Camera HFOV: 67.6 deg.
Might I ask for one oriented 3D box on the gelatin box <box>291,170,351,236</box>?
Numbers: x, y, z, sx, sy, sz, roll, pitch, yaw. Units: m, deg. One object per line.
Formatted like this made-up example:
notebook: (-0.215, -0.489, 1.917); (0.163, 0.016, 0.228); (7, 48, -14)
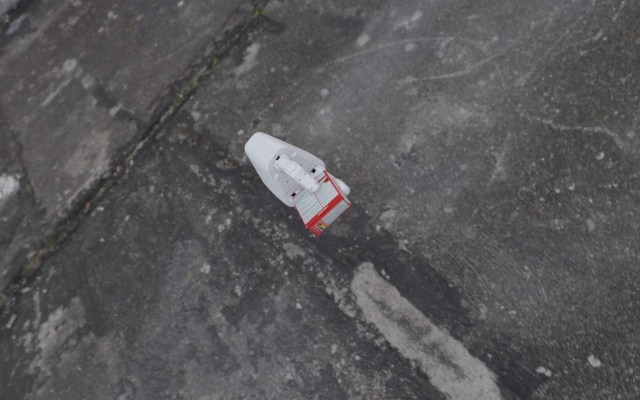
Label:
gelatin box: (0.000, 0.002, 0.746); (0.030, 0.073, 0.089); (42, 10, -35)
